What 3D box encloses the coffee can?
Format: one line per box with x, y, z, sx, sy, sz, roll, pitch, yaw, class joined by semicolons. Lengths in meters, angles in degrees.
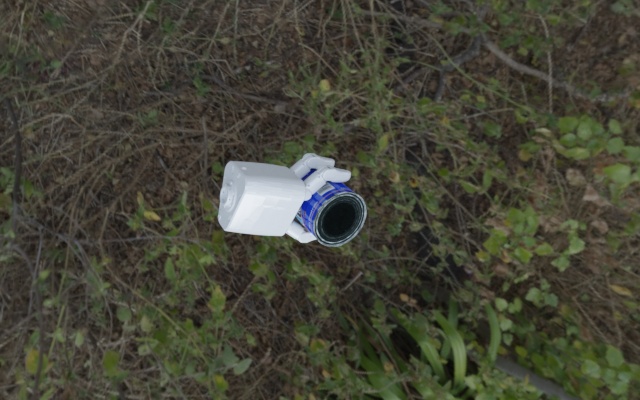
0.000;0.003;0.841;0.103;0.103;0.140;0;25;-32;coffee can
